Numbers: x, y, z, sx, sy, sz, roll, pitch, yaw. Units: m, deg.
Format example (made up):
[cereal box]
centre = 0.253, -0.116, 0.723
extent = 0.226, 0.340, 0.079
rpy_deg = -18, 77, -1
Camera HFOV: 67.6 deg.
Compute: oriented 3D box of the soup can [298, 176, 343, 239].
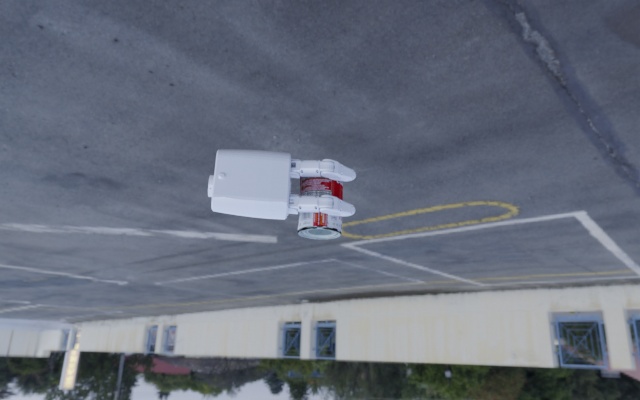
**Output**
[soup can]
centre = 0.001, 0.003, 0.727
extent = 0.068, 0.102, 0.068
rpy_deg = 2, -18, 1
